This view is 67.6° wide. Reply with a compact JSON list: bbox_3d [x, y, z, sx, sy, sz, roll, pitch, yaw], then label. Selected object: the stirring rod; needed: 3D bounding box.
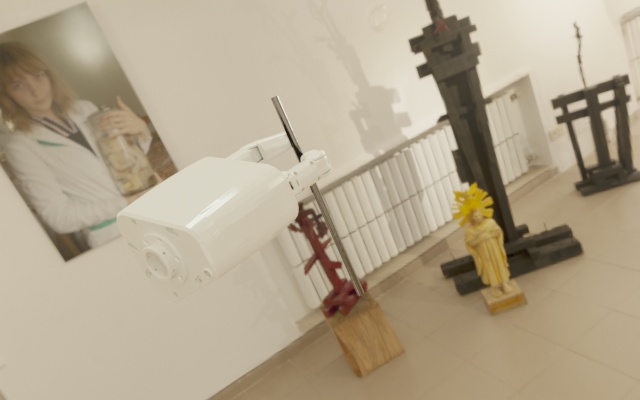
[{"bbox_3d":[0.000,0.002,0.514,0.011,0.239,0.011,-22,17,7],"label":"stirring rod"}]
